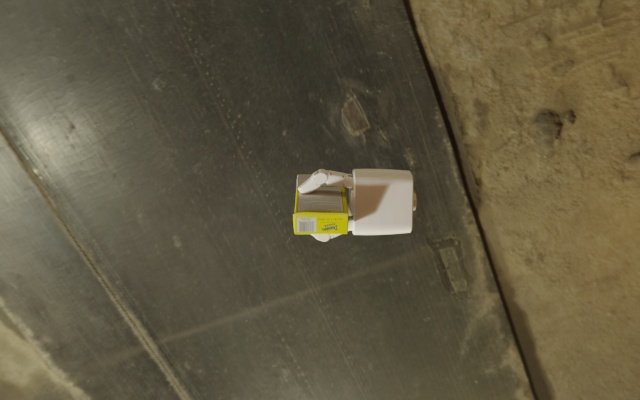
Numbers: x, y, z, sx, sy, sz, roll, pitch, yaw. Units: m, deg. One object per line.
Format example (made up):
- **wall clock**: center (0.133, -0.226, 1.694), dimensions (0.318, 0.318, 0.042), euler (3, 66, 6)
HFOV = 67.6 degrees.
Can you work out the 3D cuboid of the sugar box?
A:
- **sugar box**: center (0.000, 0.003, 0.874), dimensions (0.093, 0.048, 0.176), euler (1, 23, 0)
